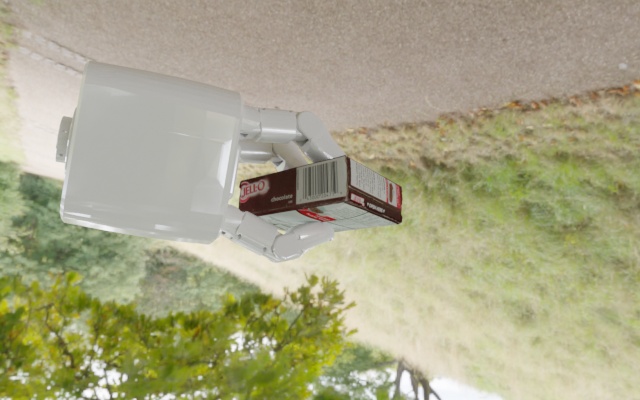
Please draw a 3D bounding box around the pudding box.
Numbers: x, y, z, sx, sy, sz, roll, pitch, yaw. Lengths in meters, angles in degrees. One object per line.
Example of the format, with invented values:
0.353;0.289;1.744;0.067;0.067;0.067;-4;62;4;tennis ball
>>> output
0.000;0.001;0.407;0.113;0.039;0.090;-8;-18;35;pudding box
